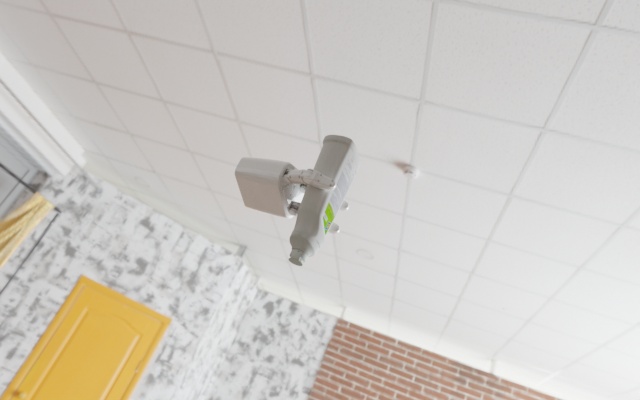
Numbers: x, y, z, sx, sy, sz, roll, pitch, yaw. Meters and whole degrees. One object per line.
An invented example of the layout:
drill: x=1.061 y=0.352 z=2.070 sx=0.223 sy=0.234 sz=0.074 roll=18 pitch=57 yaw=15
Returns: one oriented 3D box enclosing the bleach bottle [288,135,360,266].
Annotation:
bleach bottle: x=0.000 y=0.003 z=0.895 sx=0.068 sy=0.250 sz=0.103 roll=11 pitch=-30 yaw=25
